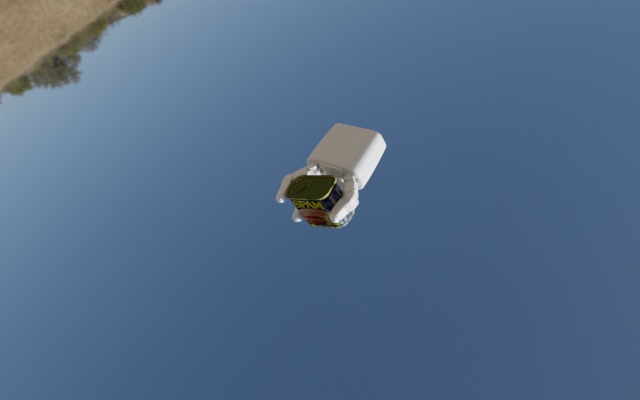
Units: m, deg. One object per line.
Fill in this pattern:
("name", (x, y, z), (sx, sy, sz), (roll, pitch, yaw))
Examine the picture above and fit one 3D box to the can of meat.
("can of meat", (0.000, 0.003, 0.856), (0.102, 0.057, 0.084), (3, -39, 41))
